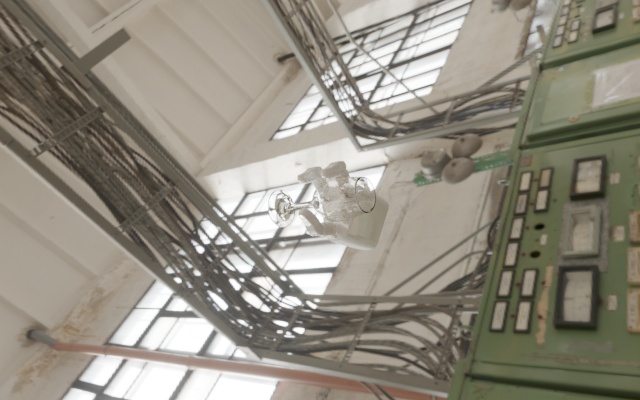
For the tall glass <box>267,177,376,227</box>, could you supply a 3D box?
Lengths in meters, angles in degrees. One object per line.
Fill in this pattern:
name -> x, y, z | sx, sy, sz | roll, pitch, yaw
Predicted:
tall glass -> 0.000, 0.003, 0.862 | 0.201, 0.079, 0.079 | -10, -6, 40
